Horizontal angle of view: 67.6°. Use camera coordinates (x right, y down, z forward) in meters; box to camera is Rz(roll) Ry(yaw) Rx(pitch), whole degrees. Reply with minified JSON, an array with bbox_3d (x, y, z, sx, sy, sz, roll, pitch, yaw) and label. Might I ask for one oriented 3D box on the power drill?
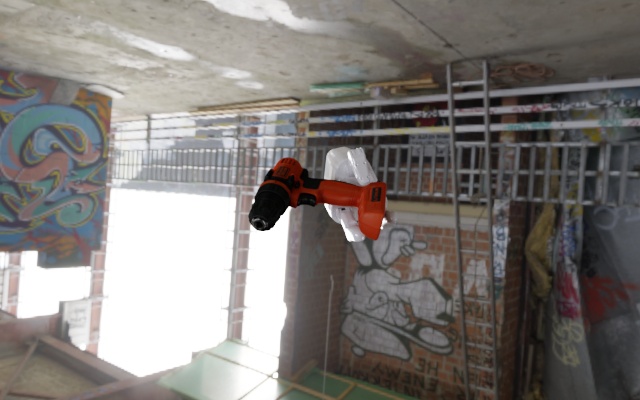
[{"bbox_3d":[0.001,0.002,0.704,0.187,0.057,0.184,14,32,3],"label":"power drill"}]
